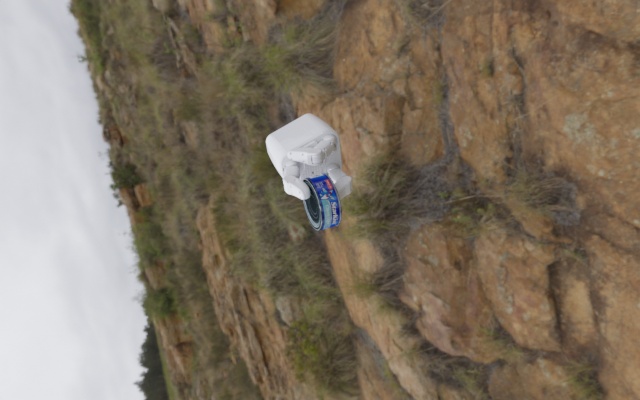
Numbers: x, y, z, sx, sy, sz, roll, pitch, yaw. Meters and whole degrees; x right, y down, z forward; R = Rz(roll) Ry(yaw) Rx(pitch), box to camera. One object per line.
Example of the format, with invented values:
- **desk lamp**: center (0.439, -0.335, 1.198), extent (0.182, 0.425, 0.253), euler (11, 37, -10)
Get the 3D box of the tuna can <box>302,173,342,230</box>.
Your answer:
- **tuna can**: center (0.000, 0.003, 0.741), extent (0.034, 0.086, 0.086), euler (-15, 5, -18)
